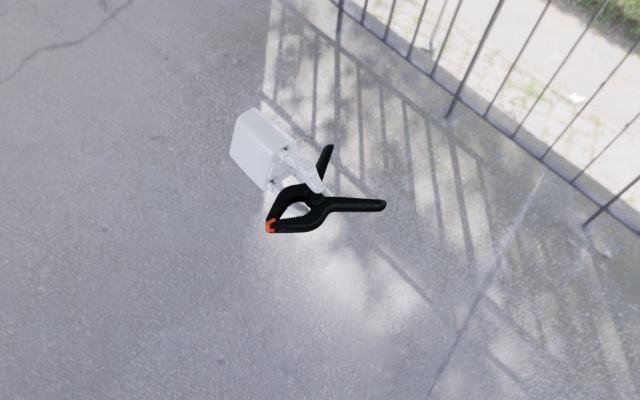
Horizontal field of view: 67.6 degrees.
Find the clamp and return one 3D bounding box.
[{"bbox_3d":[0.000,0.002,0.826,0.210,0.164,0.036,-37,-23,-25],"label":"clamp"}]
